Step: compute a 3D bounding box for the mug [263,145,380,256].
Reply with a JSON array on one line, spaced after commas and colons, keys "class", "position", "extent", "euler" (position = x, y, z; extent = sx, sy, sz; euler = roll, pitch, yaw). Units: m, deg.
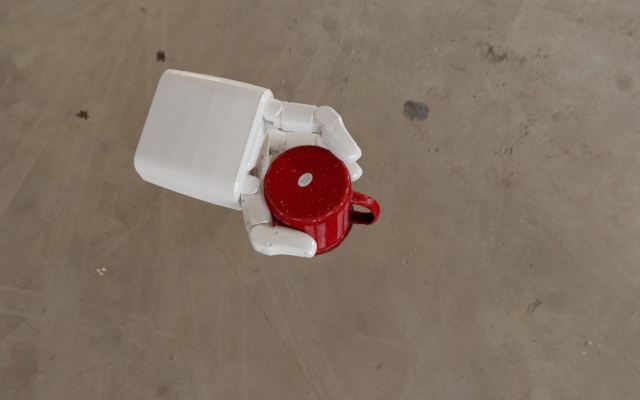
[{"class": "mug", "position": [0.001, 0.002, 0.465], "extent": [0.117, 0.093, 0.081], "euler": [13, -22, 7]}]
